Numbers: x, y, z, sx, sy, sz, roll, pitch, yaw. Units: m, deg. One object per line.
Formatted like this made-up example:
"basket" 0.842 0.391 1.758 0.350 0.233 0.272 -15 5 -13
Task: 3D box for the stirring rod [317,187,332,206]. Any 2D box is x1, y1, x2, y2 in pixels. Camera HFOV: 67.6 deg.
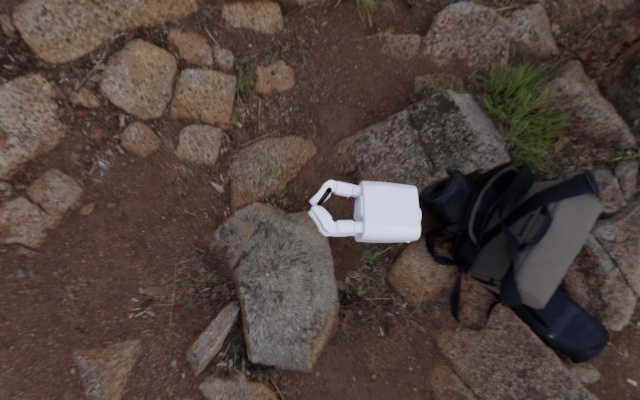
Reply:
"stirring rod" 0.000 0.003 0.825 0.011 0.011 0.239 0 -9 -6
